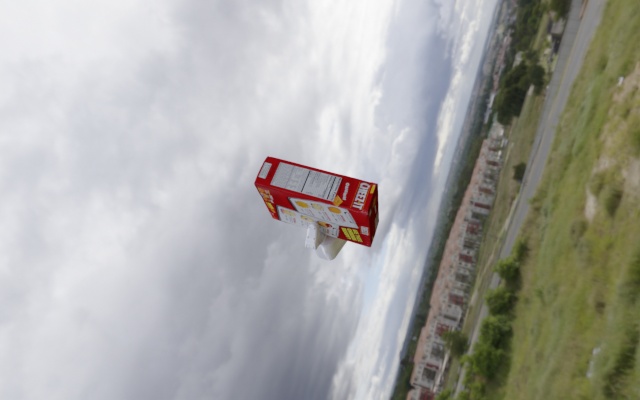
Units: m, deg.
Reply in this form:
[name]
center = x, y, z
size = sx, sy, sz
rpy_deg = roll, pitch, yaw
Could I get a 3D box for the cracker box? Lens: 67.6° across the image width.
[cracker box]
center = 0.000, 0.003, 0.898
size = 0.213, 0.072, 0.164
rpy_deg = 15, -22, 14
